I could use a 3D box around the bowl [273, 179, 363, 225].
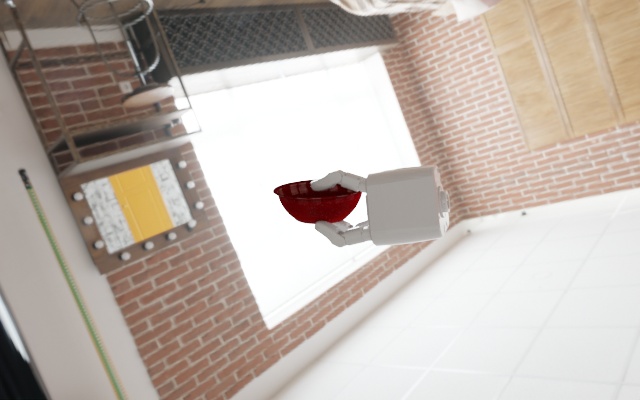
[{"bbox_3d":[-0.001,0.003,0.819,0.162,0.055,0.162,-2,13,1],"label":"bowl"}]
